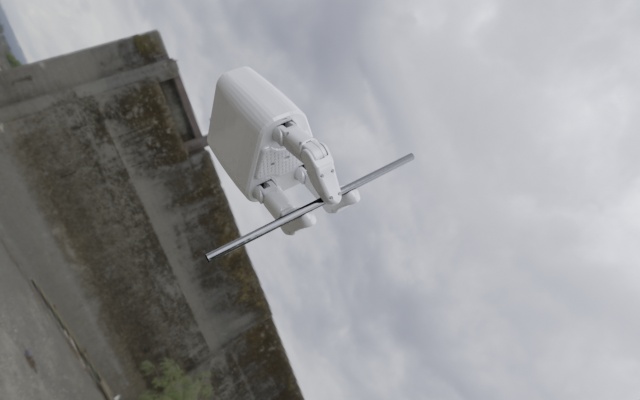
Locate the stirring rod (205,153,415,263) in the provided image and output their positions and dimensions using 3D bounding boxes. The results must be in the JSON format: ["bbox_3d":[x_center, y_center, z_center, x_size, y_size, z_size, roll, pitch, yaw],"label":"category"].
[{"bbox_3d":[0.000,0.001,0.463,0.239,0.011,0.011,-26,12,-24],"label":"stirring rod"}]
